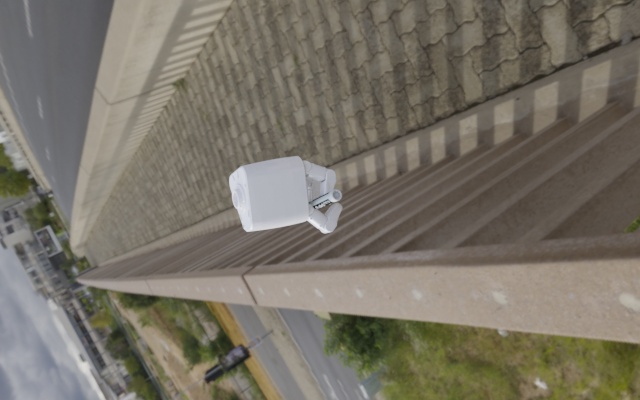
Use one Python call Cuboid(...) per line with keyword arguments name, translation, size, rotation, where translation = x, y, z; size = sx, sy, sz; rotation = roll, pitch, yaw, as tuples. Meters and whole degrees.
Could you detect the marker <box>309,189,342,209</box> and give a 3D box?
Cuboid(name="marker", translation=(0.000, 0.003, 0.812), size=(0.020, 0.020, 0.121), rotation=(0, -11, -26))
